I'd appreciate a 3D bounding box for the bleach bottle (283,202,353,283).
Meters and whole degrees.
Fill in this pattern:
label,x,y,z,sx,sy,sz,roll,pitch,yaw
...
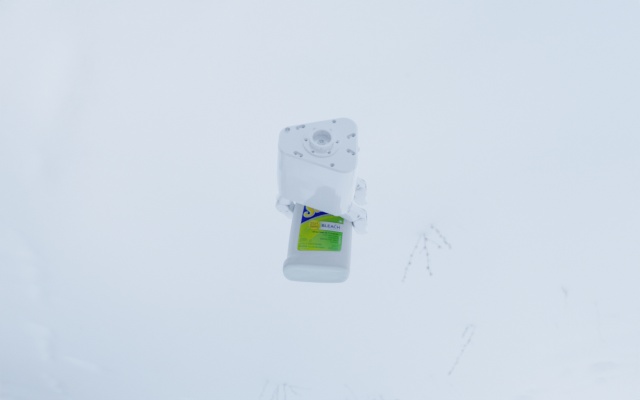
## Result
label,x,y,z,sx,sy,sz,roll,pitch,yaw
bleach bottle,0.000,0.003,0.760,0.102,0.250,0.068,3,-31,-1
